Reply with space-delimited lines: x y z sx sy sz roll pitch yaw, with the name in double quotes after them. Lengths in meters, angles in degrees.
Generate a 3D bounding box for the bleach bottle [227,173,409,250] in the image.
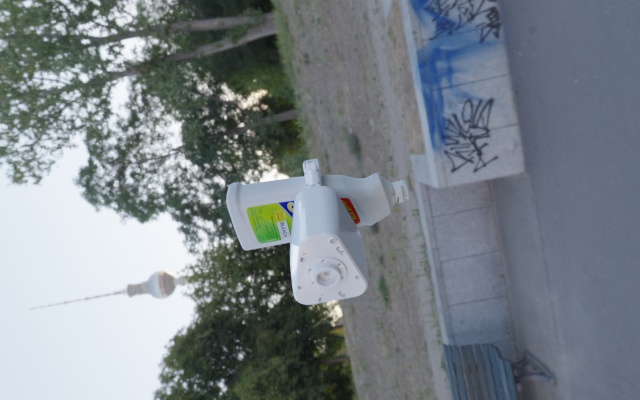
0.000 0.002 0.693 0.251 0.103 0.068 -11 31 3 "bleach bottle"
